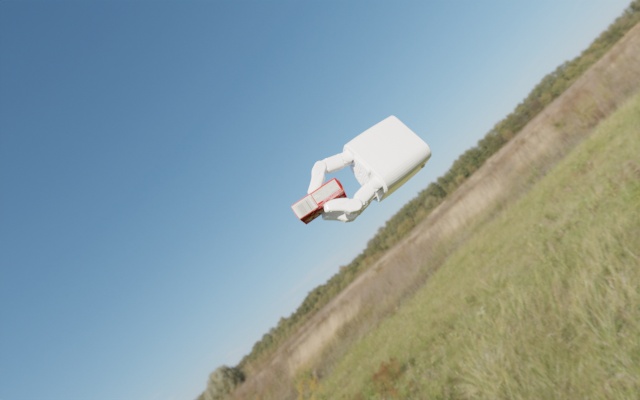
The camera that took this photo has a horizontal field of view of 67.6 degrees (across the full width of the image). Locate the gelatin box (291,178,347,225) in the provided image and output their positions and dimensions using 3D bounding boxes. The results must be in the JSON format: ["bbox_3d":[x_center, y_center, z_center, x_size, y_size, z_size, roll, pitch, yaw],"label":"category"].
[{"bbox_3d":[0.000,0.002,0.801,0.089,0.030,0.073,-33,-11,1],"label":"gelatin box"}]
